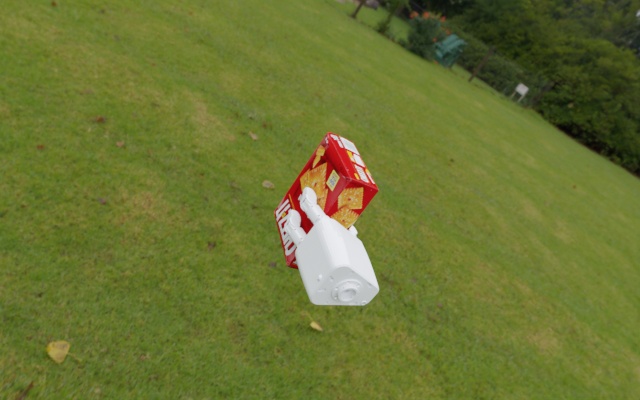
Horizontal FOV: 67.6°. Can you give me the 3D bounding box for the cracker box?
[{"bbox_3d":[0.000,0.003,0.890,0.072,0.214,0.164,21,29,-29],"label":"cracker box"}]
